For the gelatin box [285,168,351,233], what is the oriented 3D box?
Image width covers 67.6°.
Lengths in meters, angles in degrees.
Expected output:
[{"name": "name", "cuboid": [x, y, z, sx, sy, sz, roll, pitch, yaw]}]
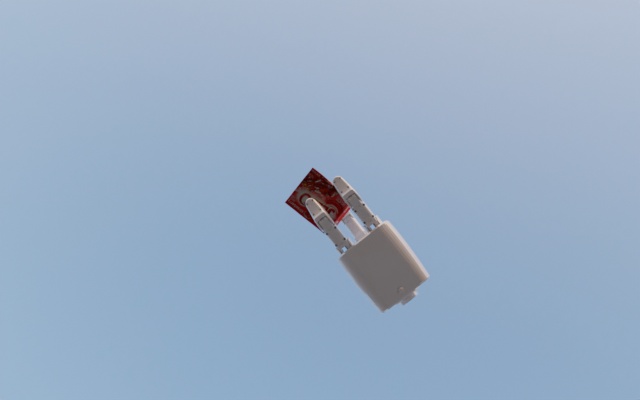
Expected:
[{"name": "gelatin box", "cuboid": [0.000, 0.002, 0.765, 0.089, 0.073, 0.030, 38, 0, 18]}]
